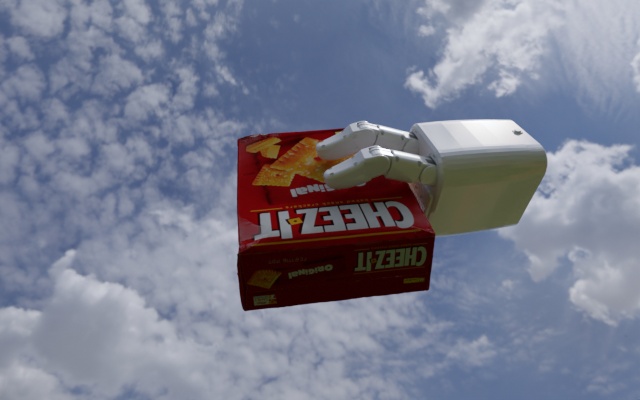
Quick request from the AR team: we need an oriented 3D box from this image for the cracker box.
[{"bbox_3d":[0.000,0.002,0.477,0.164,0.072,0.213,-6,33,-6],"label":"cracker box"}]
